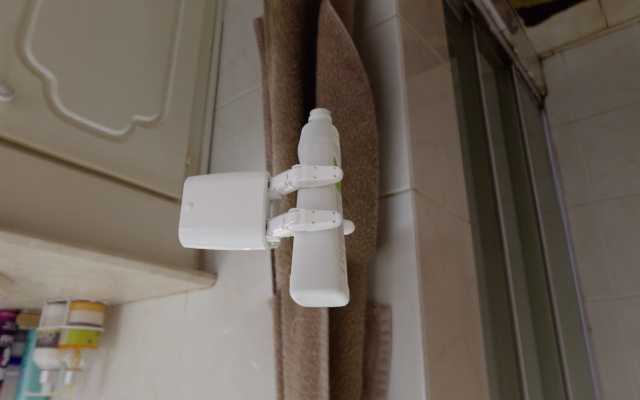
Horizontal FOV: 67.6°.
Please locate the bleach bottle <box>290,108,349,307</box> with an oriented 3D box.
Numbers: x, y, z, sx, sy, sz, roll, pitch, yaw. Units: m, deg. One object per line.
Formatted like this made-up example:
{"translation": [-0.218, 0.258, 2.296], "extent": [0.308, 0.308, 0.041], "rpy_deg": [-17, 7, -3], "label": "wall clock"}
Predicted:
{"translation": [0.000, 0.002, 0.610], "extent": [0.068, 0.250, 0.103], "rpy_deg": [-2, -22, 6], "label": "bleach bottle"}
